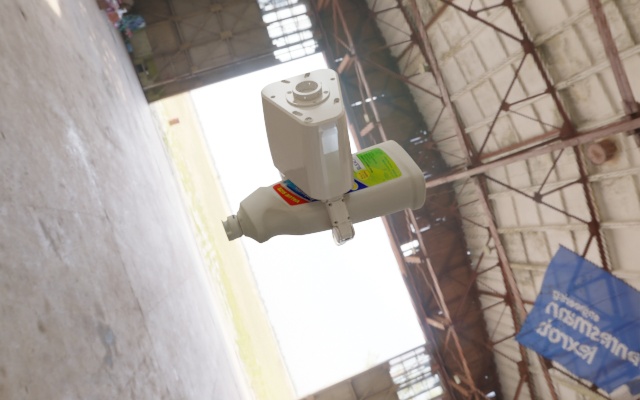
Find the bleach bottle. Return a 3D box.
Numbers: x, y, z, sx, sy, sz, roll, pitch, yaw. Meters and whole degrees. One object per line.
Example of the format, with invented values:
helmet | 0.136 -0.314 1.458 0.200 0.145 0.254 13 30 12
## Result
bleach bottle | 0.000 0.002 0.612 0.251 0.068 0.102 -19 46 -11
